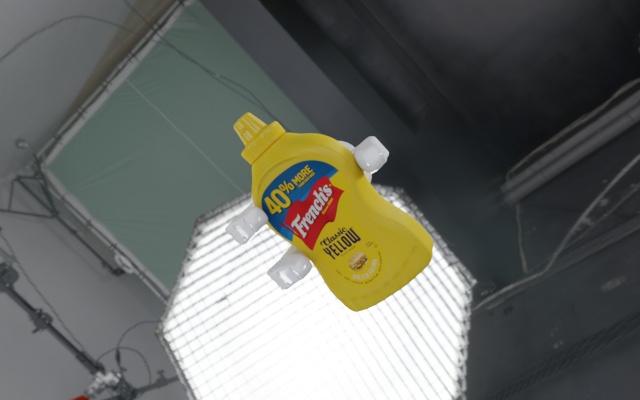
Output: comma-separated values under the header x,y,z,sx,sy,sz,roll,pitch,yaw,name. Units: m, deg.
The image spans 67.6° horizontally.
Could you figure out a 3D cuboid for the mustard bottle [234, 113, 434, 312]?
x,y,z,sx,sy,sz,roll,pitch,yaw,name
0.000,0.002,0.405,0.096,0.191,0.058,-40,8,27,mustard bottle
